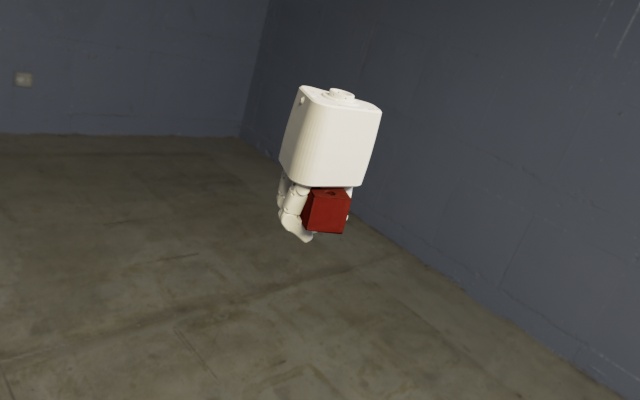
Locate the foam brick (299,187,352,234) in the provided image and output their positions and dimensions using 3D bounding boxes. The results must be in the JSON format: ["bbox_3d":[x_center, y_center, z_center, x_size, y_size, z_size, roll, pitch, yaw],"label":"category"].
[{"bbox_3d":[0.000,0.002,0.637,0.053,0.051,0.078,6,25,-21],"label":"foam brick"}]
